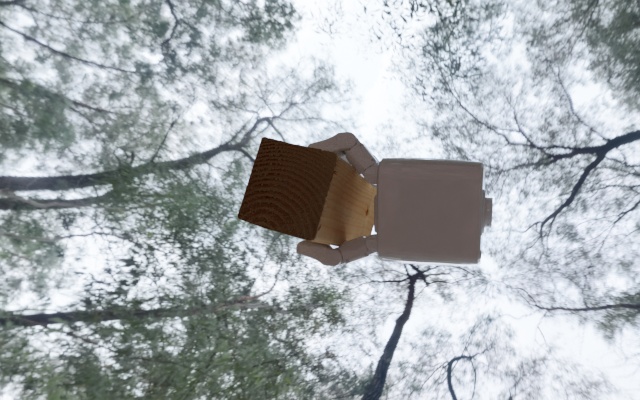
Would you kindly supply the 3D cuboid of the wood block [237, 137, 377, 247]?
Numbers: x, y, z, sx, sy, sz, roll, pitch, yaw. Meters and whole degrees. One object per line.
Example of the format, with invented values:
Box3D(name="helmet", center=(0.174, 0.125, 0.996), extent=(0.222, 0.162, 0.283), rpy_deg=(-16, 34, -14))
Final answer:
Box3D(name="wood block", center=(0.000, 0.002, 0.567), extent=(0.090, 0.091, 0.206), rpy_deg=(15, -4, 21))
